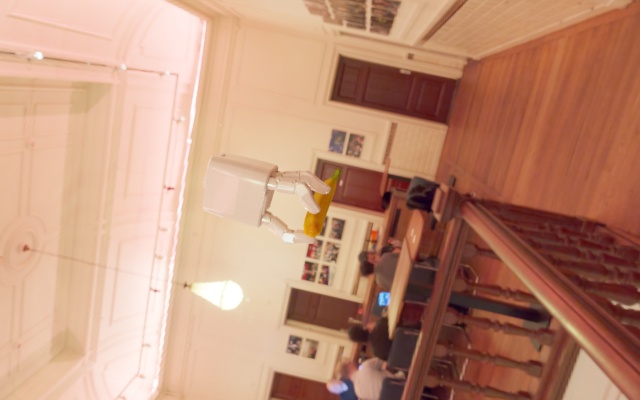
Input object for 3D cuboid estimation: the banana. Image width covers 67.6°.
[{"bbox_3d":[-0.004,0.015,0.872,0.037,0.070,0.197,19,38,1],"label":"banana"}]
